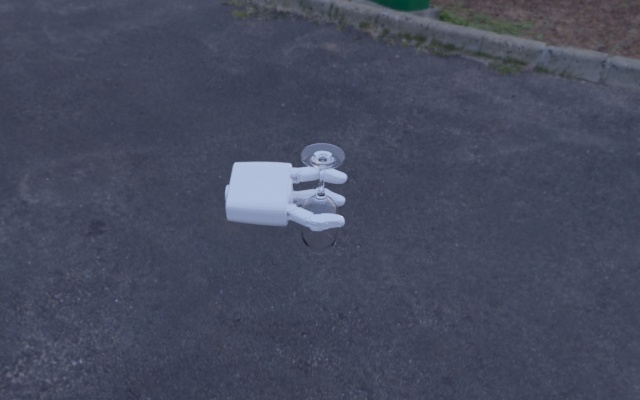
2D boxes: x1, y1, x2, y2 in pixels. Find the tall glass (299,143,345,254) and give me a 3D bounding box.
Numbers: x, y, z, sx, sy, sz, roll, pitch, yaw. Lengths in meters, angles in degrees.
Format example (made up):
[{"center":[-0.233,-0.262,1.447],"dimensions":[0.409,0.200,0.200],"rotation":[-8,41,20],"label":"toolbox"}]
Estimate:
[{"center":[0.000,0.002,0.847],"dimensions":[0.079,0.201,0.079],"rotation":[1,40,-1],"label":"tall glass"}]
